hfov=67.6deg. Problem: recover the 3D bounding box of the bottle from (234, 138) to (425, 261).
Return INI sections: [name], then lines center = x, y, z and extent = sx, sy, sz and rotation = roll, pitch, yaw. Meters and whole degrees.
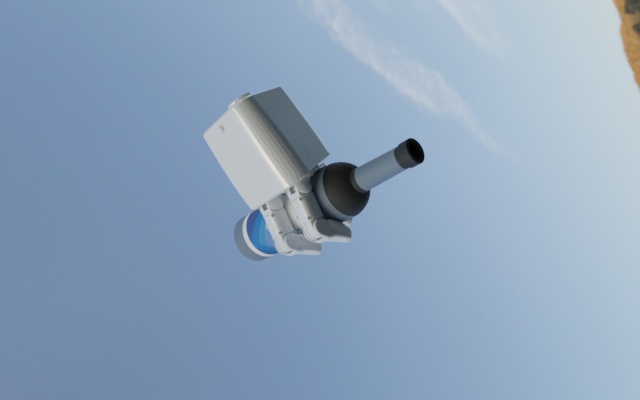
[bottle]
center = 0.000, 0.002, 0.567
extent = 0.069, 0.069, 0.296
rotation = 0, -20, -42
